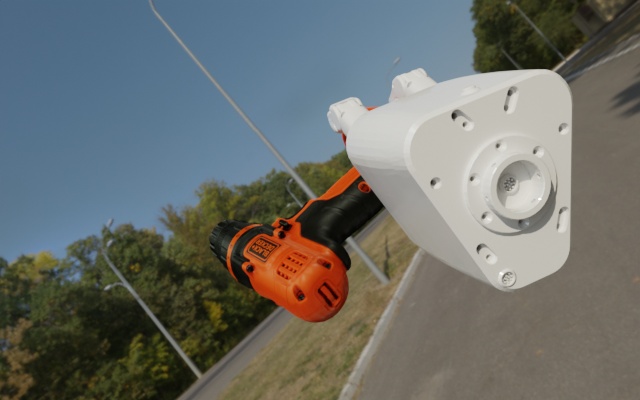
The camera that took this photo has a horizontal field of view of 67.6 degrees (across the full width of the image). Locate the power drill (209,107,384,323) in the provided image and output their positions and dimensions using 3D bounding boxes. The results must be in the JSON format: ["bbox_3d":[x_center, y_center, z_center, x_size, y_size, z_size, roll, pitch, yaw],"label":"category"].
[{"bbox_3d":[0.000,0.001,0.403,0.184,0.187,0.057,17,-29,55],"label":"power drill"}]
